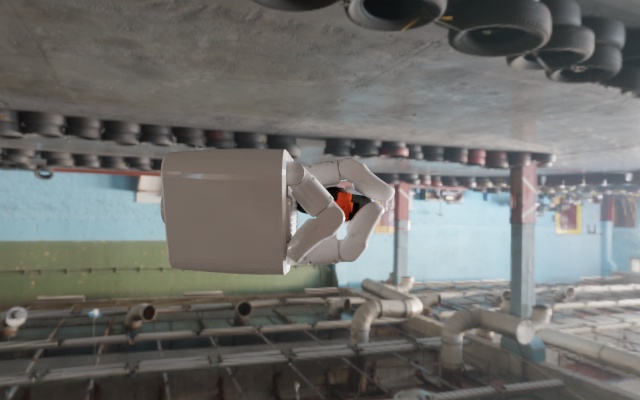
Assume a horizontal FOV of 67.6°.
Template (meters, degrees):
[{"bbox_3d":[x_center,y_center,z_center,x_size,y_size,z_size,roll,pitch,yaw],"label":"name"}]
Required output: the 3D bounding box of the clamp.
[{"bbox_3d":[0.000,0.002,0.514,0.120,0.039,0.171,1,-1,1],"label":"clamp"}]
